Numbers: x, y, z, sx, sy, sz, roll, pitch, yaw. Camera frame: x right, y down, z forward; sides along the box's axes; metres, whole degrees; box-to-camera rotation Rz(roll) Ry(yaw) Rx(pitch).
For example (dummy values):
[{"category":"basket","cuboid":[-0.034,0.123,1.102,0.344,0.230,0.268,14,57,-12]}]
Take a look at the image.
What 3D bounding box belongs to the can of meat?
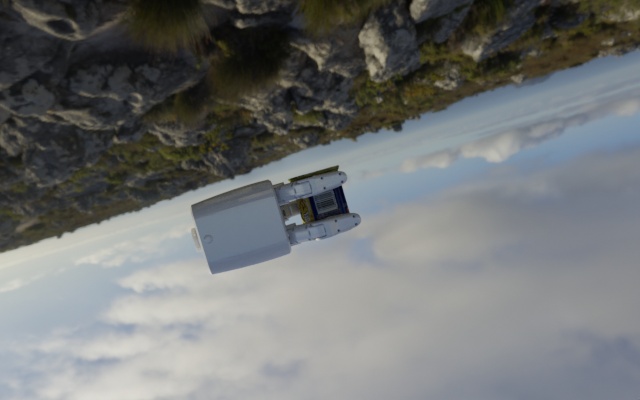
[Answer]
[{"category":"can of meat","cuboid":[0.000,0.002,0.640,0.057,0.084,0.102,-17,3,-13]}]
